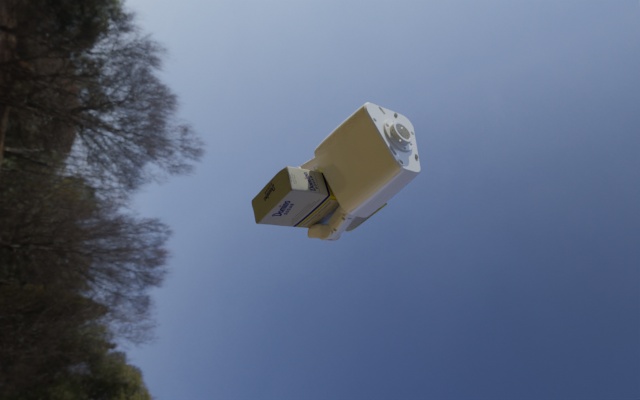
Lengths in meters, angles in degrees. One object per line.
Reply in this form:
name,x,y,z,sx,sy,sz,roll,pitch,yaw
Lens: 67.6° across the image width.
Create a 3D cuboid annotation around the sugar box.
sugar box,0.000,0.002,0.688,0.176,0.048,0.093,11,-38,-38
